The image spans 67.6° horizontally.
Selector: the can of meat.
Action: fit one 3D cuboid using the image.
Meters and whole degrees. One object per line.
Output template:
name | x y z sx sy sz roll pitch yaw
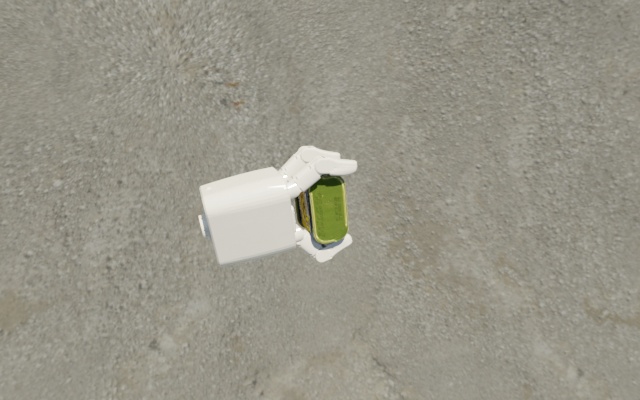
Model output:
can of meat | 0.000 0.002 0.677 0.057 0.102 0.084 -11 18 -14
